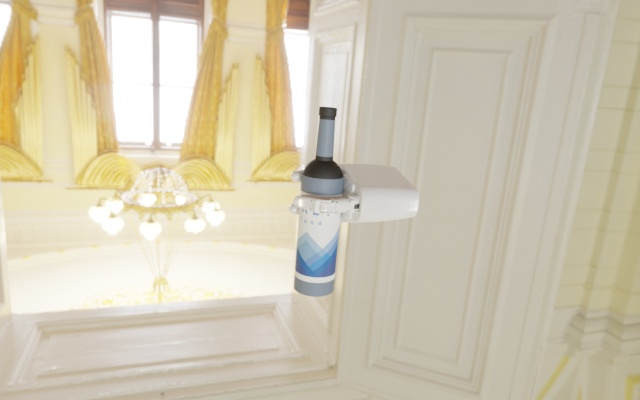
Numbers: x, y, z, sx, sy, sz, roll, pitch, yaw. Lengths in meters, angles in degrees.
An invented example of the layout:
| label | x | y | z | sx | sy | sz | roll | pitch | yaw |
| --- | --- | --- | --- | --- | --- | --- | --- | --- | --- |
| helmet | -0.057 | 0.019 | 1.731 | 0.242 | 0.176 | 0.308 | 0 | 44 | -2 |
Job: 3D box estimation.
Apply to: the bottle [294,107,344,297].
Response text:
| label | x | y | z | sx | sy | sz | roll | pitch | yaw |
| --- | --- | --- | --- | --- | --- | --- | --- | --- | --- |
| bottle | 0.000 | 0.003 | 0.753 | 0.069 | 0.296 | 0.069 | 4 | 14 | -1 |
